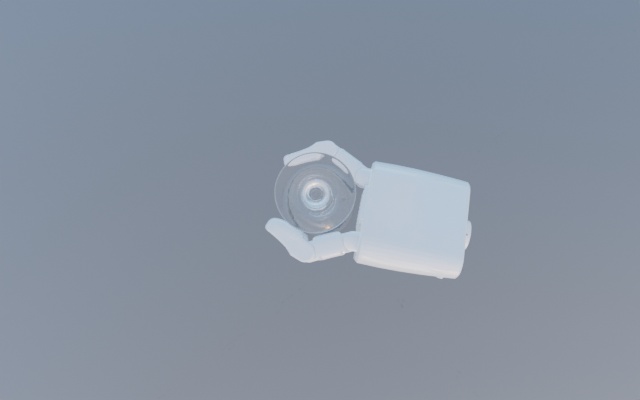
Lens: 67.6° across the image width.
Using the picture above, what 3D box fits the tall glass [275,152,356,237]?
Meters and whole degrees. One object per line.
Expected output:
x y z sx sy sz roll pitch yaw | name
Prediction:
0.000 0.002 0.530 0.079 0.079 0.201 0 -5 2 | tall glass
